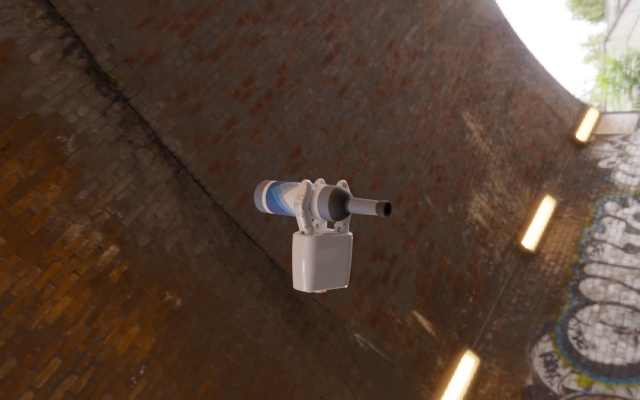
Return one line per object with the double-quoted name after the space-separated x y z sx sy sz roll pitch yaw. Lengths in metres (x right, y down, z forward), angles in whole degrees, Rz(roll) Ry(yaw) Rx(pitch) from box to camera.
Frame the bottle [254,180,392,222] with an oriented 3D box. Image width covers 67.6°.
0.000 0.003 0.898 0.295 0.069 0.069 6 4 39 "bottle"
